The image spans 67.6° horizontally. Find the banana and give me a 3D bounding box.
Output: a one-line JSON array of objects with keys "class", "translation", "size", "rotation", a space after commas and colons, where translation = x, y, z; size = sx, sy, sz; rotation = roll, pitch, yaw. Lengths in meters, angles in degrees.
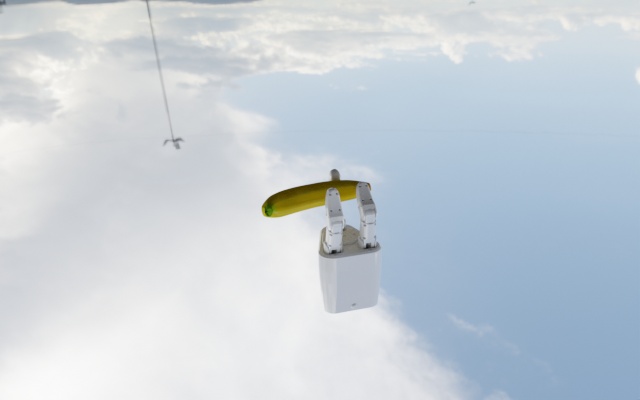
[{"class": "banana", "translation": [-0.014, -0.002, 0.717], "size": [0.198, 0.037, 0.069], "rotation": [-16, 24, -36]}]
